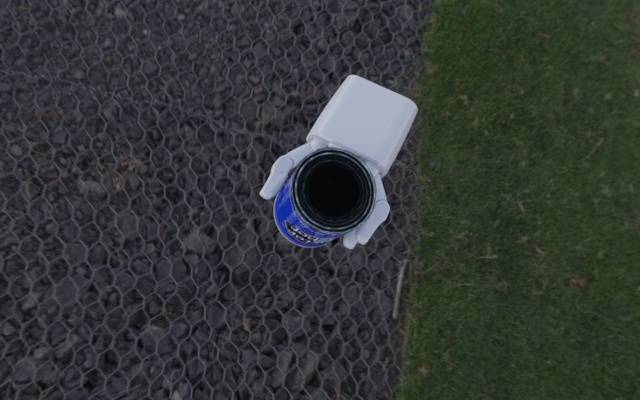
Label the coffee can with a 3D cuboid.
[{"bbox_3d":[0.000,0.002,0.609,0.103,0.102,0.140,0,-11,-13],"label":"coffee can"}]
